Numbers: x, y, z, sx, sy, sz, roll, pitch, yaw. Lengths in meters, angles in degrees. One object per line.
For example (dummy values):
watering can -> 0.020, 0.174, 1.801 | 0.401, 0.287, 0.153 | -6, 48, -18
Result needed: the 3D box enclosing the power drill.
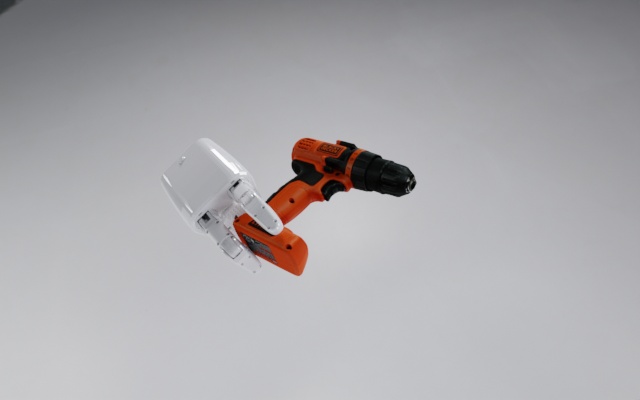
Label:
power drill -> 0.000, 0.002, 0.588 | 0.184, 0.057, 0.187 | 19, 54, 37
